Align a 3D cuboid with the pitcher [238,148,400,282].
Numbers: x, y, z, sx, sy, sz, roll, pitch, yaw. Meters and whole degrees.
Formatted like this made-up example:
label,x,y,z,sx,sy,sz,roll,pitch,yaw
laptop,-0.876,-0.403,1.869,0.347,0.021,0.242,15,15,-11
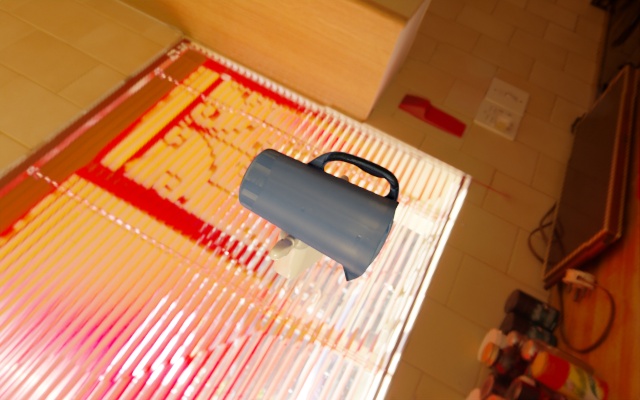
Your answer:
label,x,y,z,sx,sy,sz,roll,pitch,yaw
pitcher,0.000,0.003,0.771,0.243,0.149,0.145,27,-40,8
